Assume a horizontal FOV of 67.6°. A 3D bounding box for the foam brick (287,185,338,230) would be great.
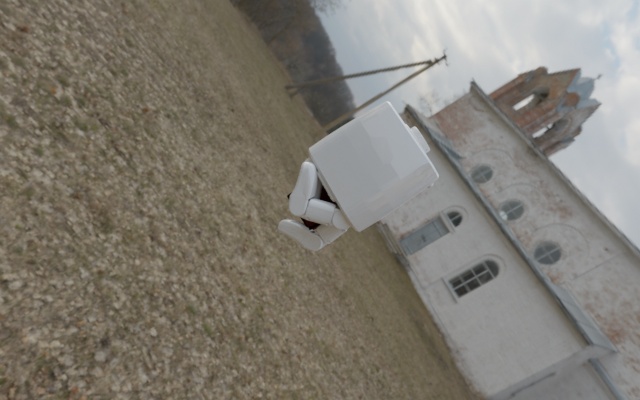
[{"bbox_3d":[0.000,0.002,0.607,0.051,0.053,0.078,-33,-5,8],"label":"foam brick"}]
